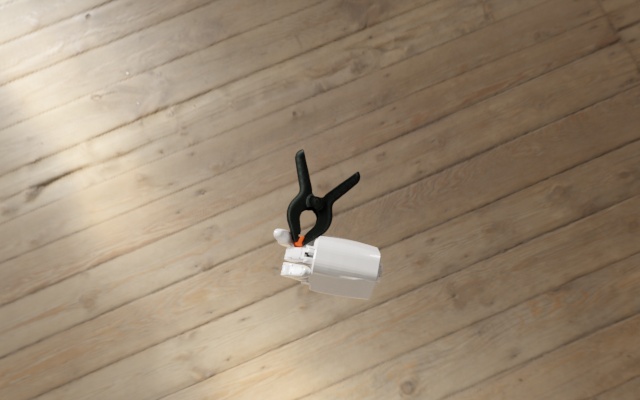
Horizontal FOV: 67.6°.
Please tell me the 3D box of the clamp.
[{"bbox_3d":[0.000,0.003,0.826,0.120,0.171,0.039,12,-12,1],"label":"clamp"}]
